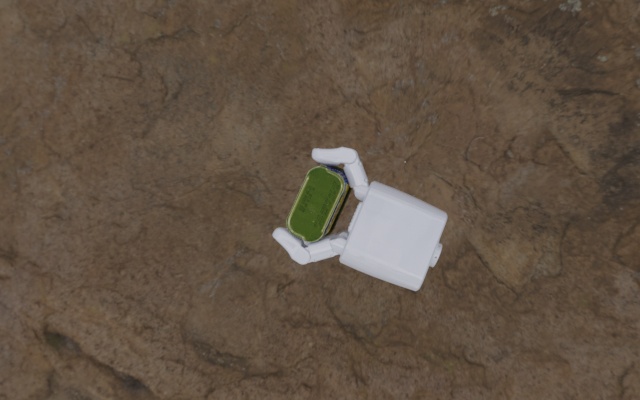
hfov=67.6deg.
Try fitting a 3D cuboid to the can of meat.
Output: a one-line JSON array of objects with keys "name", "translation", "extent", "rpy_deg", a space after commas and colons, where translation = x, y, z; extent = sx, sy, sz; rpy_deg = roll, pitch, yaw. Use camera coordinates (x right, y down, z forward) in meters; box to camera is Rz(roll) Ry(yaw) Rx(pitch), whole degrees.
[{"name": "can of meat", "translation": [0.000, 0.002, 0.635], "extent": [0.057, 0.102, 0.084], "rpy_deg": [25, 8, 7]}]
